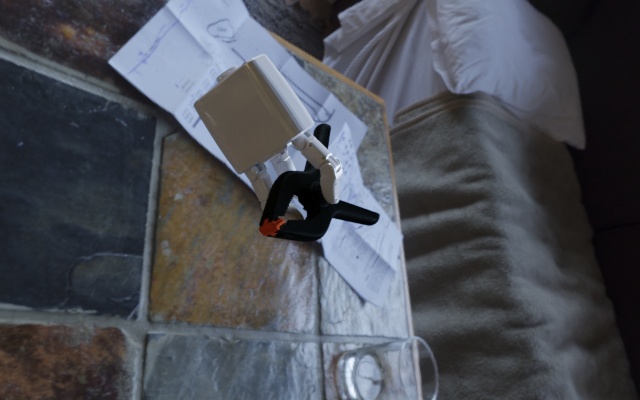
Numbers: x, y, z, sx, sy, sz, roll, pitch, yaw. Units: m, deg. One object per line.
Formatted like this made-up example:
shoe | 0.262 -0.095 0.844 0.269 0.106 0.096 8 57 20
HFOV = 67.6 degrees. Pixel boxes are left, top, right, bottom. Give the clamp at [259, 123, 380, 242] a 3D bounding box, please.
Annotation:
clamp | 0.000 0.002 0.628 0.036 0.164 0.210 -27 12 40
